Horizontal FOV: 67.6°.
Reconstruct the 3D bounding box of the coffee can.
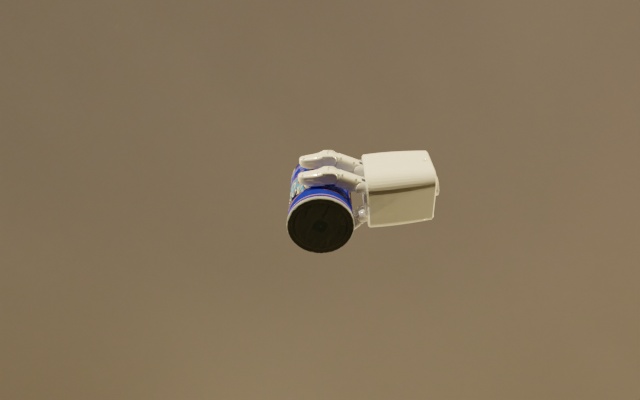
[{"bbox_3d":[0.000,0.003,0.776,0.103,0.103,0.140,0,33,0],"label":"coffee can"}]
